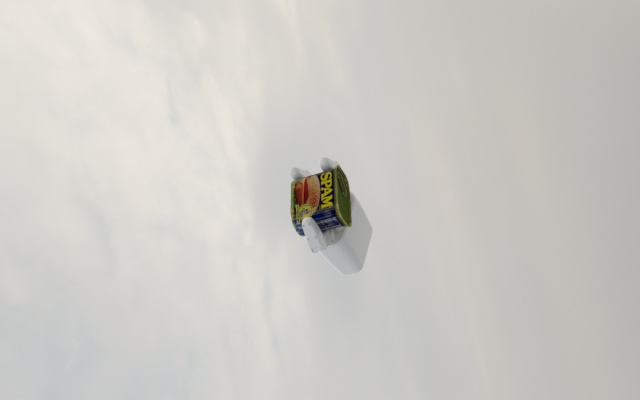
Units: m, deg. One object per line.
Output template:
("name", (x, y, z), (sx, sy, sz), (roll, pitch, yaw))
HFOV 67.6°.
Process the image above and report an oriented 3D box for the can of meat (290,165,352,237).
("can of meat", (0.000, 0.003, 0.767), (0.084, 0.102, 0.057), (-15, -38, 19))
